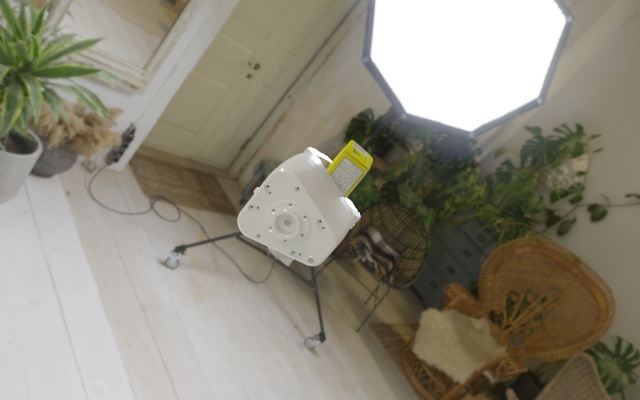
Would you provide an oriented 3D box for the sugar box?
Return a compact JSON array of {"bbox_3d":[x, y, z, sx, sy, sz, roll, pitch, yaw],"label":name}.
[{"bbox_3d":[0.000,0.002,0.659,0.048,0.176,0.093,41,17,-2],"label":"sugar box"}]
